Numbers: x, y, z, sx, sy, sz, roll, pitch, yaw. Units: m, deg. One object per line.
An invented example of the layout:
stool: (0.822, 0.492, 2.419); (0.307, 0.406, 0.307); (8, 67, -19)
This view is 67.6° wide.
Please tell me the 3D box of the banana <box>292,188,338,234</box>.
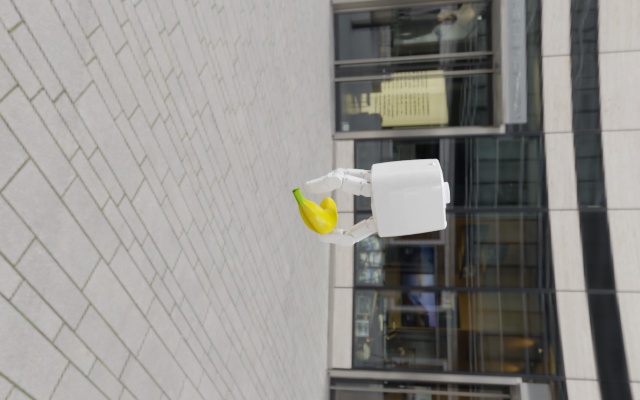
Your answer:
banana: (0.003, 0.021, 0.767); (0.037, 0.069, 0.198); (-12, -7, 11)
